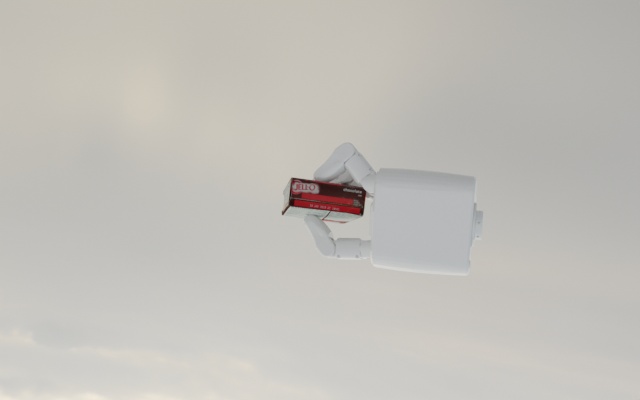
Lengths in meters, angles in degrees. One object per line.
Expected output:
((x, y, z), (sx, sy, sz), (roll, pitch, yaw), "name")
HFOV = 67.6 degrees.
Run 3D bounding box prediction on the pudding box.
((0.000, 0.002, 0.594), (0.090, 0.039, 0.113), (9, -10, -8), "pudding box")
